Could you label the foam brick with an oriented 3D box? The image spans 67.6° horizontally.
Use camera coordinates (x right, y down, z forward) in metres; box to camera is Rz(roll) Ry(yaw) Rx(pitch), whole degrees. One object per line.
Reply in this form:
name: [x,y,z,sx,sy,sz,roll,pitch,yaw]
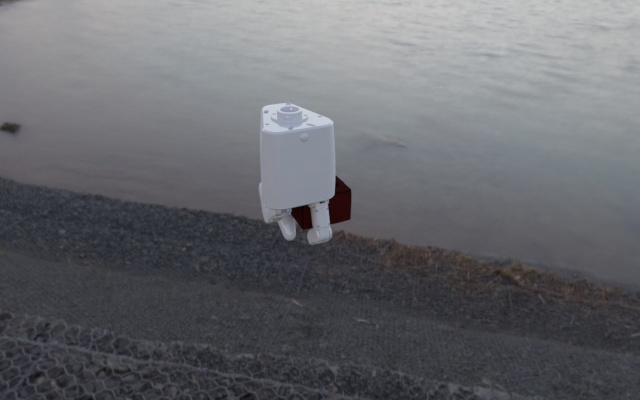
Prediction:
foam brick: [0.000,0.002,0.692,0.078,0.051,0.053,-11,30,-21]
